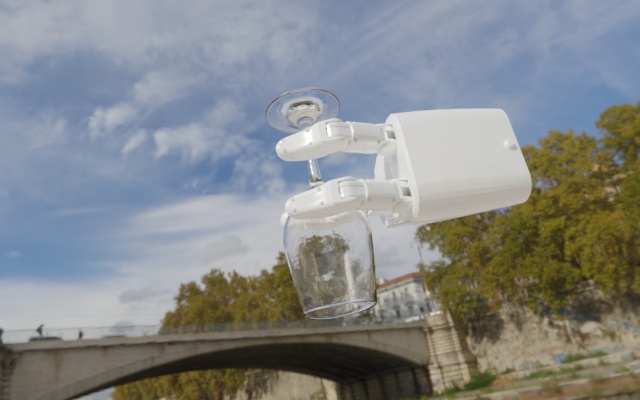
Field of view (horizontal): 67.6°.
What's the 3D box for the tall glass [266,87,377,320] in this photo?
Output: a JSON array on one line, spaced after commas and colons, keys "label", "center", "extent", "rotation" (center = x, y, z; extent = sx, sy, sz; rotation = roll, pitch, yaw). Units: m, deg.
[{"label": "tall glass", "center": [0.000, 0.001, 0.433], "extent": [0.079, 0.201, 0.079], "rotation": [-9, -23, -4]}]
